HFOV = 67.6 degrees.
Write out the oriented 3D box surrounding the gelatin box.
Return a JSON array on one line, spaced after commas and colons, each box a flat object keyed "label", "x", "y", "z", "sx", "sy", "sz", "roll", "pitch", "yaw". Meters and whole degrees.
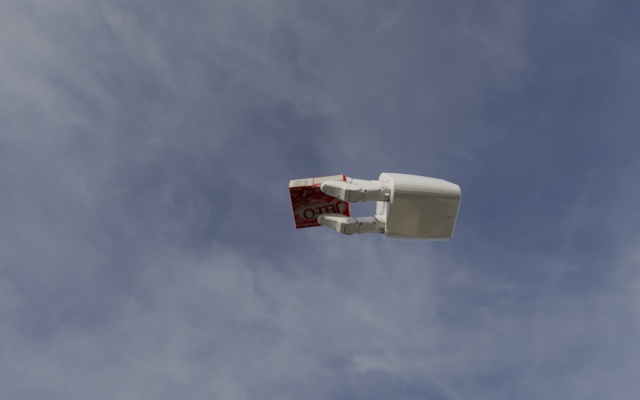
[{"label": "gelatin box", "x": 0.000, "y": 0.002, "z": 0.740, "sx": 0.089, "sy": 0.073, "sz": 0.030, "roll": -6, "pitch": 26, "yaw": 5}]
